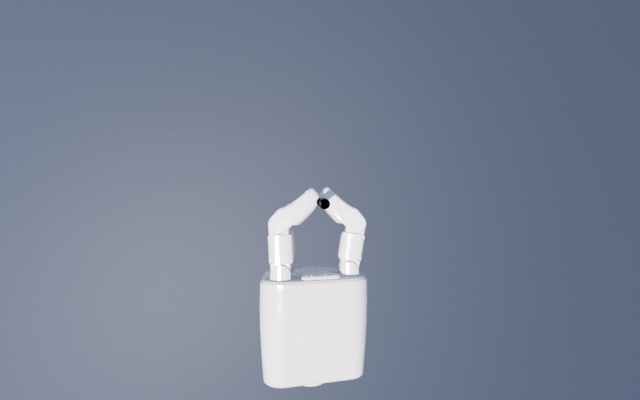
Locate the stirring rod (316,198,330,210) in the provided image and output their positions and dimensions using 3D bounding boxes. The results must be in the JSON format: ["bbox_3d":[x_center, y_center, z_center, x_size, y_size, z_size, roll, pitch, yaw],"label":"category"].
[{"bbox_3d":[0.000,0.002,0.467,0.011,0.011,0.239,0,0,-1],"label":"stirring rod"}]
